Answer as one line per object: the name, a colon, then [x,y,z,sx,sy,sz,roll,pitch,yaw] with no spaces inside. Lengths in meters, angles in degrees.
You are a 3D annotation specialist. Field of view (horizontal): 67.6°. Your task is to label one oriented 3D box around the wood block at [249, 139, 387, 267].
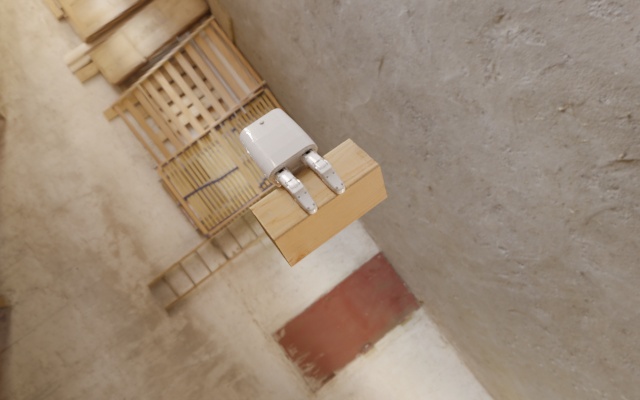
wood block: [0.000,0.003,0.802,0.206,0.090,0.091,-36,-37,-9]
